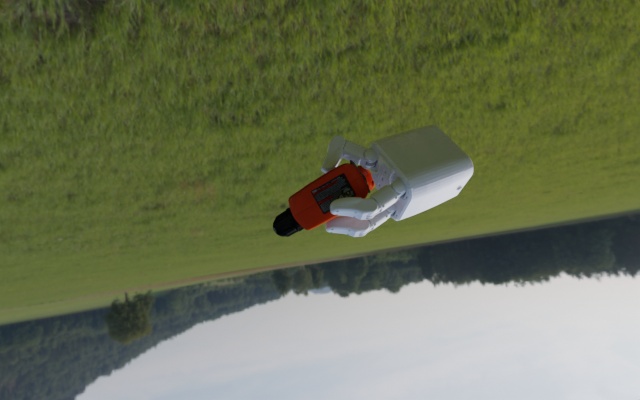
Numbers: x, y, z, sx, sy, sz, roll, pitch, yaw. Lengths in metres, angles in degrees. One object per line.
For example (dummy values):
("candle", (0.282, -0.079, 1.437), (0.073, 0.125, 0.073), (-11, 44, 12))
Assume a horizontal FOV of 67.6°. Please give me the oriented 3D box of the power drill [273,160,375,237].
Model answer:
("power drill", (0.000, 0.002, 0.714), (0.184, 0.057, 0.187), (-32, 0, 2))
